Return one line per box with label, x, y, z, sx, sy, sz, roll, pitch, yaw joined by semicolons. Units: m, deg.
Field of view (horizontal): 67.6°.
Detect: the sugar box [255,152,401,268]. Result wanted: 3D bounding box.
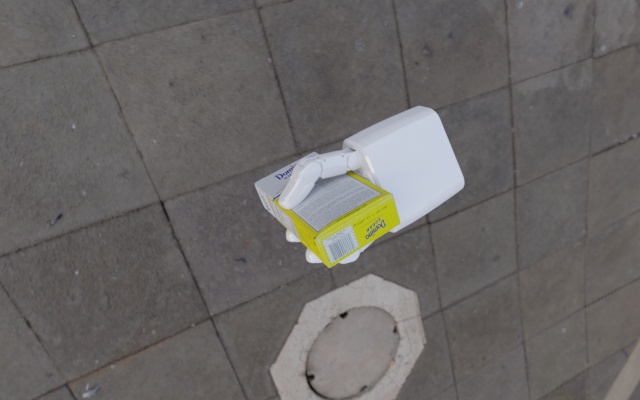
sugar box;0.000;0.002;0.542;0.093;0.048;0.176;-29;28;-15
